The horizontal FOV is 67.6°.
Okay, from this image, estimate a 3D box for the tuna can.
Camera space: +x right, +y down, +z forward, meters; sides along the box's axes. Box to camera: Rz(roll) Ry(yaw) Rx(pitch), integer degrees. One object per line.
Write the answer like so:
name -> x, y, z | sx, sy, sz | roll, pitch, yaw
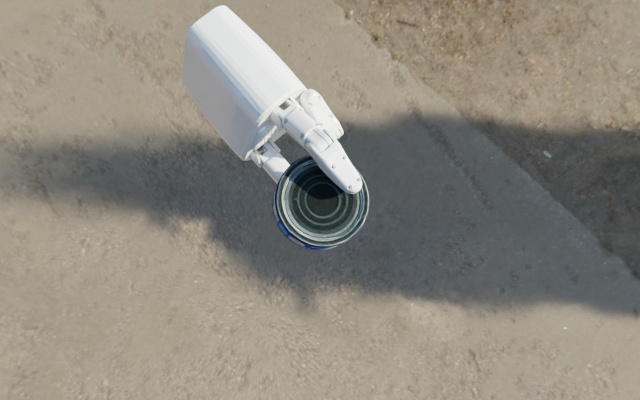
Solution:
tuna can -> 0.000, 0.001, 0.432 | 0.086, 0.086, 0.034 | 0, -9, -10
